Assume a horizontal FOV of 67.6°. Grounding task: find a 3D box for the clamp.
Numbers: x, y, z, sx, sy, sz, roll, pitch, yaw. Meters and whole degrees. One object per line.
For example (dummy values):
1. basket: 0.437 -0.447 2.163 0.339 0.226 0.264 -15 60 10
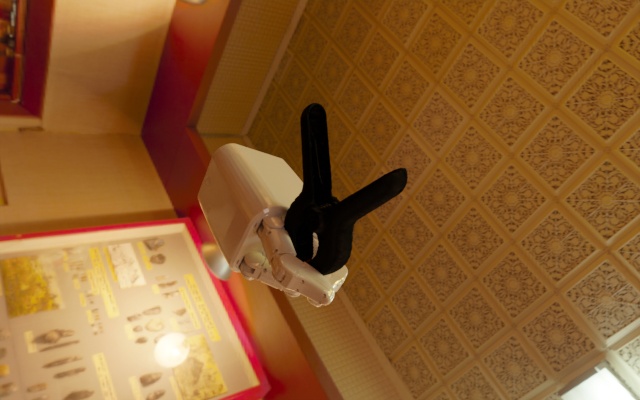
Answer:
1. clamp: 0.001 0.002 0.436 0.039 0.171 0.120 -5 48 -40
